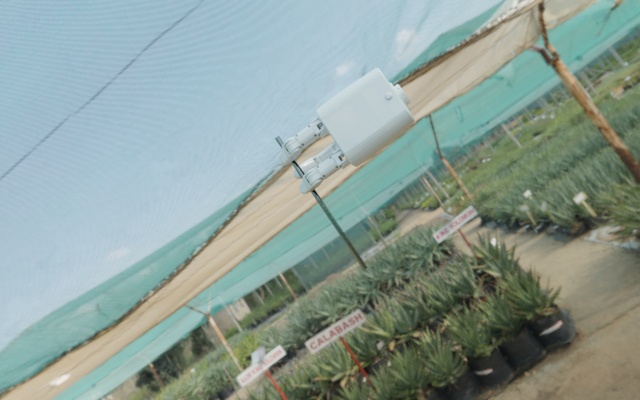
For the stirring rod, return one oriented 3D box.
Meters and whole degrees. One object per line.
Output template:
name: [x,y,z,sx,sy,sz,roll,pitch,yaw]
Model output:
stirring rod: [0.000,0.002,0.721,0.011,0.239,0.011,-33,-6,-4]
